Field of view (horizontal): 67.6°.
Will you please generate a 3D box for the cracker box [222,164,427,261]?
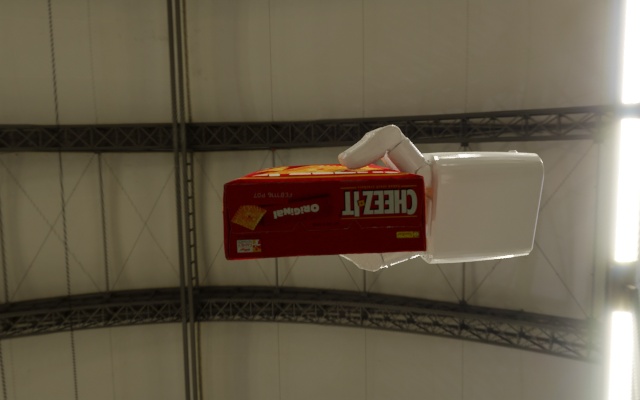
[{"bbox_3d":[0.000,0.002,0.482,0.164,0.072,0.213,-3,6,-2],"label":"cracker box"}]
